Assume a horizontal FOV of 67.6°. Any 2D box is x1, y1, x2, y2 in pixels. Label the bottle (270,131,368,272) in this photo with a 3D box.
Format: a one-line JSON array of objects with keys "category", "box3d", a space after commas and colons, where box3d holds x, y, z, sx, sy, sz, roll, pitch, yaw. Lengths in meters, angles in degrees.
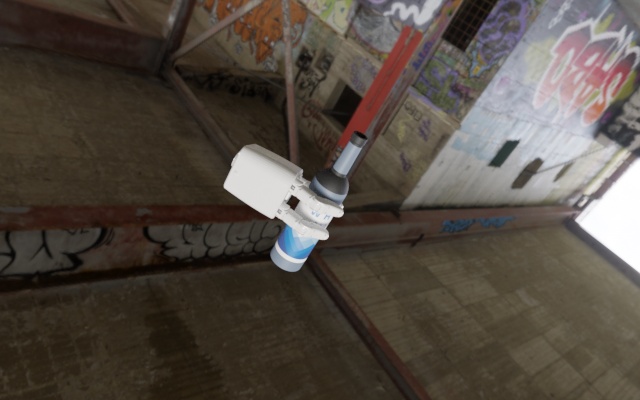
[{"category": "bottle", "box3d": [0.000, 0.003, 0.866, 0.069, 0.296, 0.069, 24, 28, -14]}]
